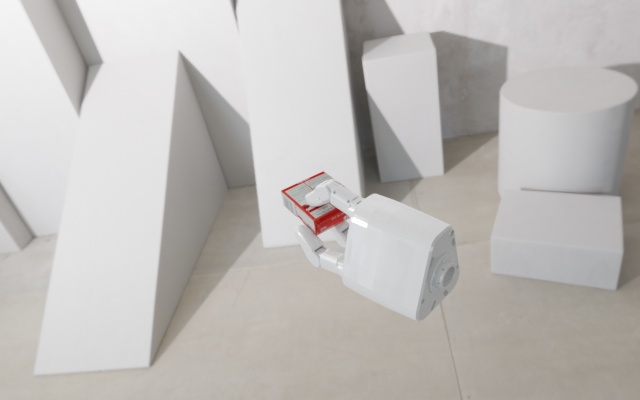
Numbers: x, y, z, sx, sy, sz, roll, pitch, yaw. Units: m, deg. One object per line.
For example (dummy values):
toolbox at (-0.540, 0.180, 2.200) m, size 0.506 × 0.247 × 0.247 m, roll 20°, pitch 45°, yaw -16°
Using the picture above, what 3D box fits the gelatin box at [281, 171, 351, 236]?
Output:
gelatin box at (0.000, 0.002, 0.649) m, size 0.073 × 0.030 × 0.089 m, roll -27°, pitch 42°, yaw -24°
